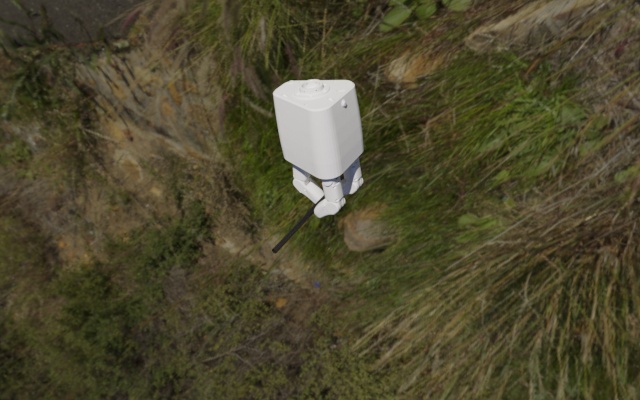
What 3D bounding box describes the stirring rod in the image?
[{"bbox_3d":[0.000,0.002,0.739,0.011,0.011,0.239,0,35,41],"label":"stirring rod"}]
